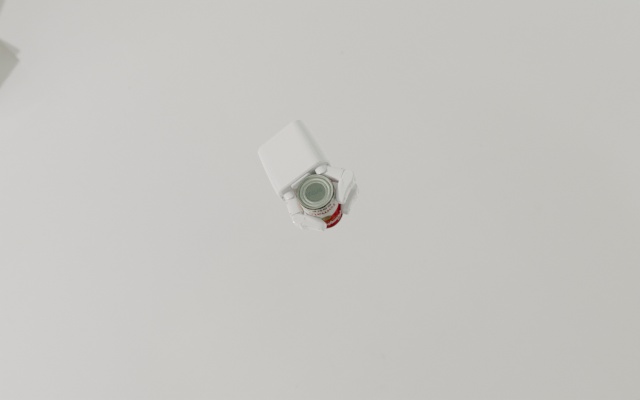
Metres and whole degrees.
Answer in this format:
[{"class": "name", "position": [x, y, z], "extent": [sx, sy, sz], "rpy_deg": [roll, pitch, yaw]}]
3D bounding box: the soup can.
[{"class": "soup can", "position": [0.000, 0.003, 0.854], "extent": [0.068, 0.068, 0.102], "rpy_deg": [0, -22, 11]}]
